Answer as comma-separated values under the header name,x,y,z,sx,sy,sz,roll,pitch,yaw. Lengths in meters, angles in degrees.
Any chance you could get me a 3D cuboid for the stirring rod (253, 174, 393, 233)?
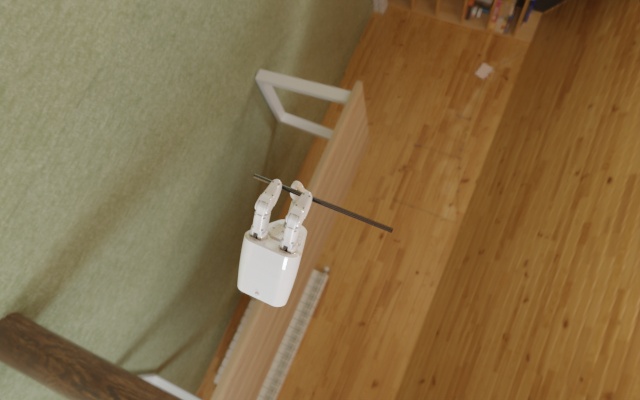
name,x,y,z,sx,sy,sz,roll,pitch,yaw
stirring rod,0.000,0.002,0.749,0.239,0.011,0.011,22,6,15
